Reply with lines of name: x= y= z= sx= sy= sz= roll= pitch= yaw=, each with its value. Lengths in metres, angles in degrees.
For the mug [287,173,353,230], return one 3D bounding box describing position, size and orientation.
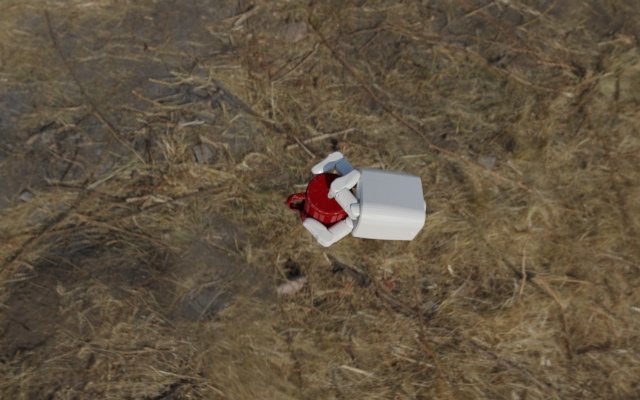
mug: x=-0.001 y=0.002 z=0.833 sx=0.117 sy=0.093 sz=0.081 roll=5 pitch=-25 yaw=-4
